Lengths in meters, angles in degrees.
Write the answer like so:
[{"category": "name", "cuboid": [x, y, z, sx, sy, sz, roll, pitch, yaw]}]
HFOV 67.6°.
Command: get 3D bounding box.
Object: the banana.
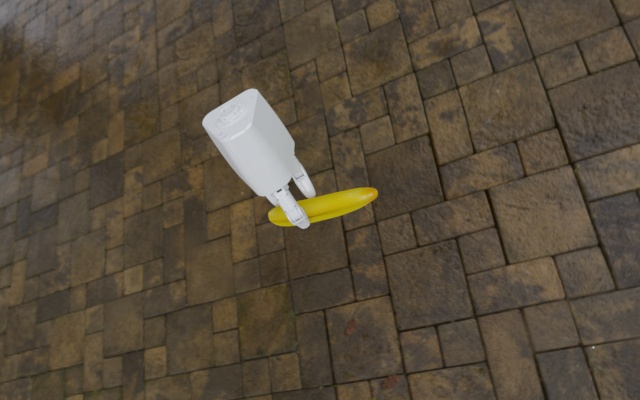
[{"category": "banana", "cuboid": [-0.008, 0.010, 0.765, 0.198, 0.037, 0.069, -11, 19, 22]}]
